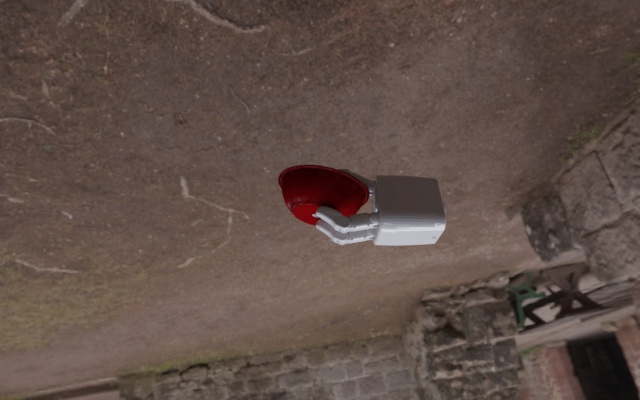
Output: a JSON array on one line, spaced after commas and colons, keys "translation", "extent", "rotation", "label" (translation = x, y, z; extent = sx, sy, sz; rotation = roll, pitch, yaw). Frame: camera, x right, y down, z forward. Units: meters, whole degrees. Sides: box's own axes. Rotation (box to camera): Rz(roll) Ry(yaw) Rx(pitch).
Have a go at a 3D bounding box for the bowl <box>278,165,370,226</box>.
[{"translation": [-0.001, 0.003, 0.819], "extent": [0.162, 0.055, 0.162], "rotation": [11, -25, 5], "label": "bowl"}]
